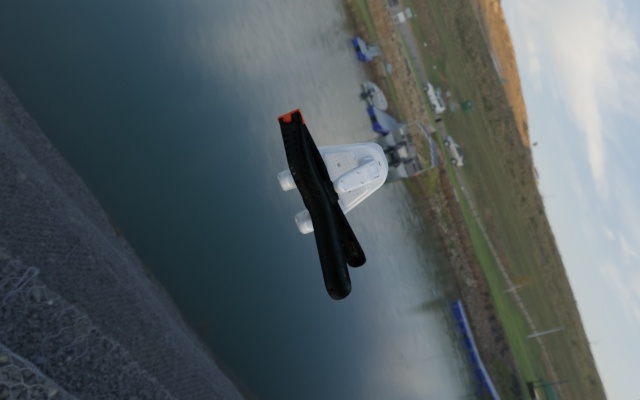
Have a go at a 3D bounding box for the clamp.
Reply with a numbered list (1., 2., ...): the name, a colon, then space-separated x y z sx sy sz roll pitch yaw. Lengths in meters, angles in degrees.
1. clamp: 0.001 0.001 0.528 0.036 0.210 0.164 -21 7 11
